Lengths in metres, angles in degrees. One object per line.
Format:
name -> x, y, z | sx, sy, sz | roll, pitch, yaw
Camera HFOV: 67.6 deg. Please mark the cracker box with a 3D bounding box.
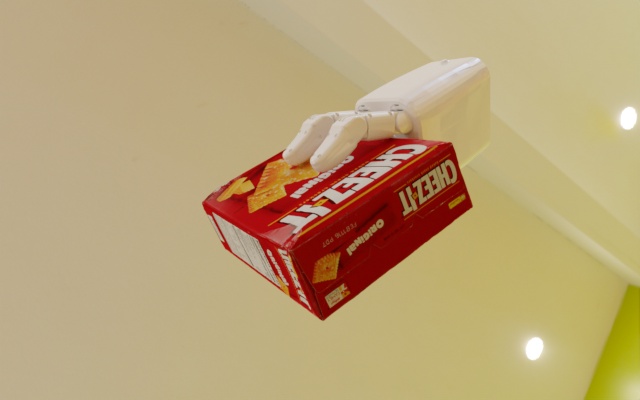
cracker box -> 0.000, 0.002, 0.445 | 0.164, 0.072, 0.213 | -33, 24, -21
